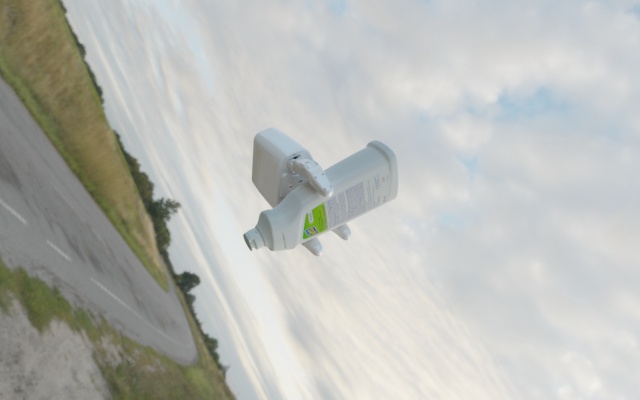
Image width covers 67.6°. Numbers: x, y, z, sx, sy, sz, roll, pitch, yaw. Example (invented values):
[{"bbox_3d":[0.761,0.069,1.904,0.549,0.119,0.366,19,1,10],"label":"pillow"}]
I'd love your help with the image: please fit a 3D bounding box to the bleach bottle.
[{"bbox_3d":[0.000,0.002,0.720,0.251,0.103,0.068,-26,41,-20],"label":"bleach bottle"}]
